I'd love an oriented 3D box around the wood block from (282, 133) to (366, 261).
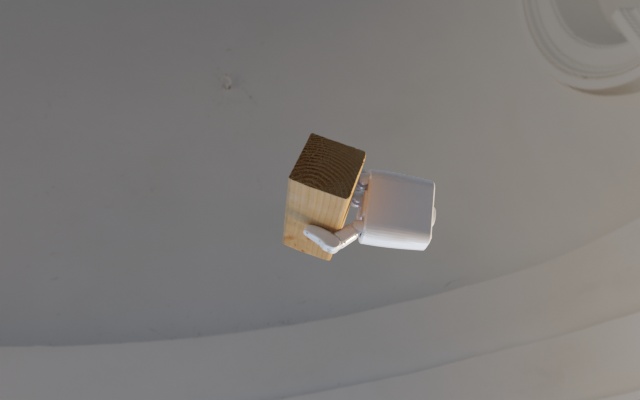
[{"bbox_3d":[0.000,0.003,0.757,0.090,0.090,0.206,20,-32,5],"label":"wood block"}]
